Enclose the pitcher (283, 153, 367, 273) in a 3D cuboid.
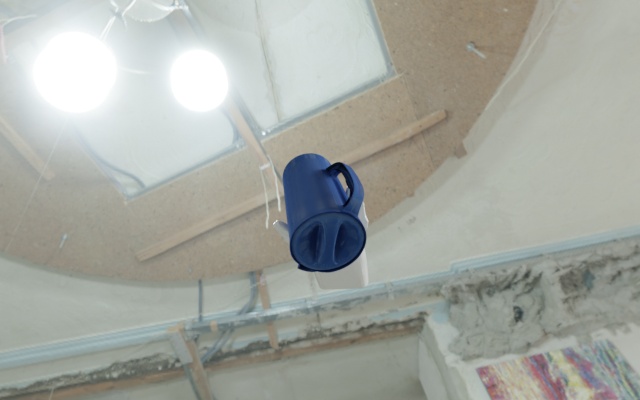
[{"bbox_3d":[0.000,0.003,0.897,0.149,0.145,0.242,-16,36,-1],"label":"pitcher"}]
